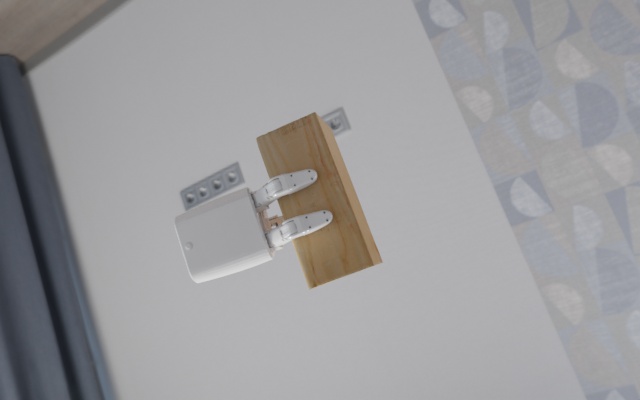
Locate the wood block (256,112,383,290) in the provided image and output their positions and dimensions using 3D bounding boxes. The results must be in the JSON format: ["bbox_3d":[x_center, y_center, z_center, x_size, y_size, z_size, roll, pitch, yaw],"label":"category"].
[{"bbox_3d":[0.000,0.002,0.636,0.090,0.206,0.091,-22,-10,11],"label":"wood block"}]
